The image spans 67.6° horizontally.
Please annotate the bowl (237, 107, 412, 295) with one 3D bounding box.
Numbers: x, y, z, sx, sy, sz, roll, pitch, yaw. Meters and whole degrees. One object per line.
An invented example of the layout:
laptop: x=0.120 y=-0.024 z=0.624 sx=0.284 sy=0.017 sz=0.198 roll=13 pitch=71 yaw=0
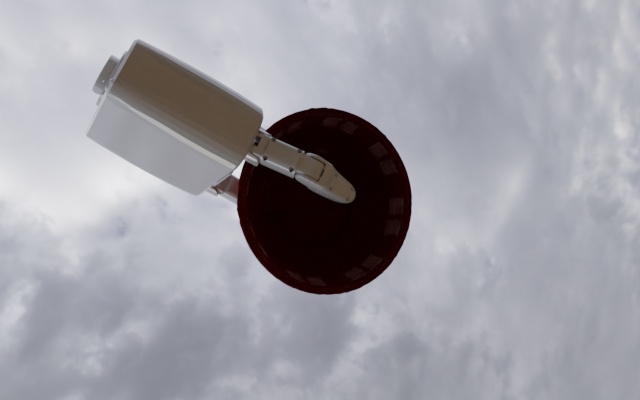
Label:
bowl: x=0.001 y=0.002 z=0.435 sx=0.162 sy=0.162 sz=0.055 roll=0 pitch=-4 yaw=-20
